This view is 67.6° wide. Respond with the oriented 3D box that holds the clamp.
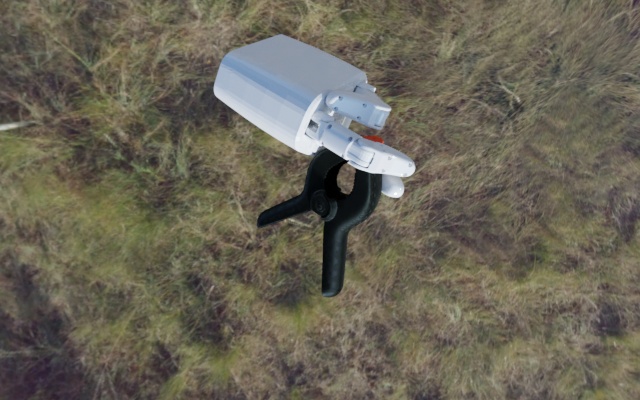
[{"bbox_3d":[0.000,0.002,0.476,0.120,0.171,0.039,32,25,18],"label":"clamp"}]
